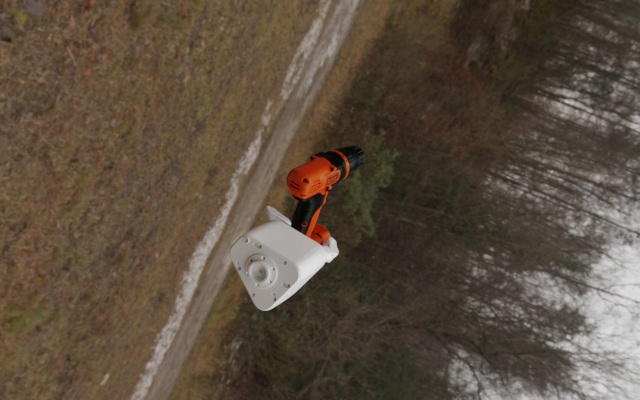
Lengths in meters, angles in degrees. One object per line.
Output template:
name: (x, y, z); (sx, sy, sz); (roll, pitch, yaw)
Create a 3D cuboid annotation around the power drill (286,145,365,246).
power drill: (0.000, 0.003, 0.810); (0.057, 0.188, 0.184); (31, 35, 27)
